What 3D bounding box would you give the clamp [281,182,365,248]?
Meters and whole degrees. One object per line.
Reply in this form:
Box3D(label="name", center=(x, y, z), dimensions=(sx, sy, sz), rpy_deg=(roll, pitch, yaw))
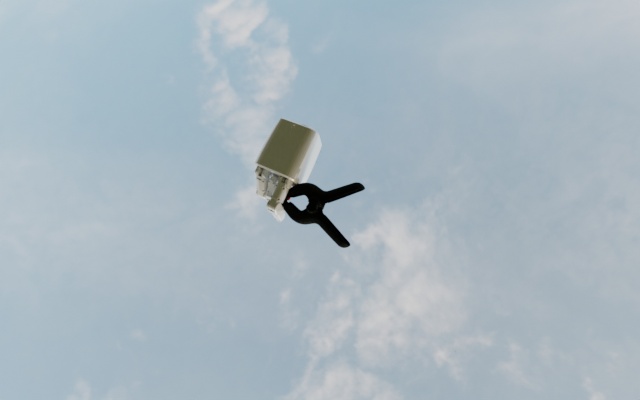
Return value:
Box3D(label="clamp", center=(0.000, 0.003, 0.890), dimensions=(0.171, 0.120, 0.039), rpy_deg=(24, -4, 21))
